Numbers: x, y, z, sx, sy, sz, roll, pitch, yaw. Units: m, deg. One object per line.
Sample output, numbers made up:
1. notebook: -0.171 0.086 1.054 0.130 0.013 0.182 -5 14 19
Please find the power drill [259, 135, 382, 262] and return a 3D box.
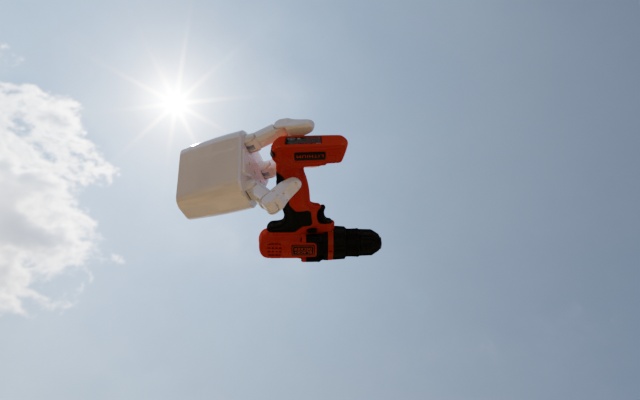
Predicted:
1. power drill: 0.000 0.002 0.687 0.184 0.188 0.057 -1 23 -3
